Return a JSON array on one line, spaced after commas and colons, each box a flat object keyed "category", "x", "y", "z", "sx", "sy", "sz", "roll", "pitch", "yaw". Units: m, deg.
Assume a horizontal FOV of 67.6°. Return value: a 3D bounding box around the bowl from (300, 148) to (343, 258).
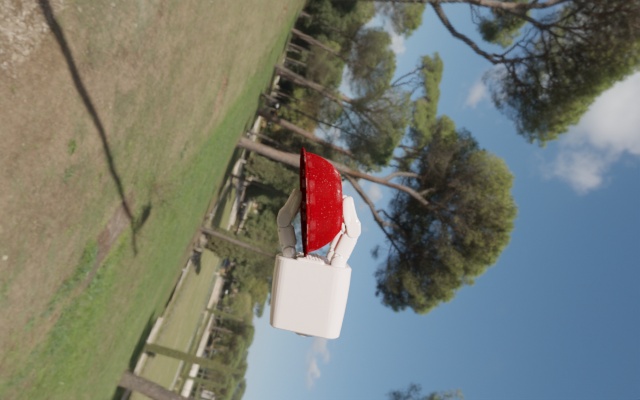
[{"category": "bowl", "x": 0.001, "y": 0.001, "z": 0.703, "sx": 0.055, "sy": 0.162, "sz": 0.162, "roll": -2, "pitch": 0, "yaw": -5}]
